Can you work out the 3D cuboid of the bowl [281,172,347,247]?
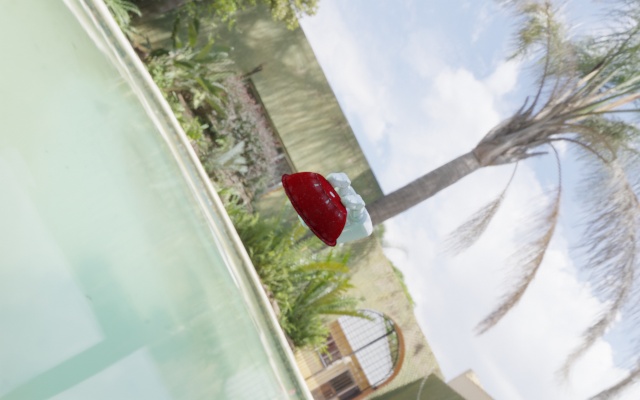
[{"bbox_3d":[0.000,0.003,0.863,0.055,0.162,0.162,-36,-9,12],"label":"bowl"}]
